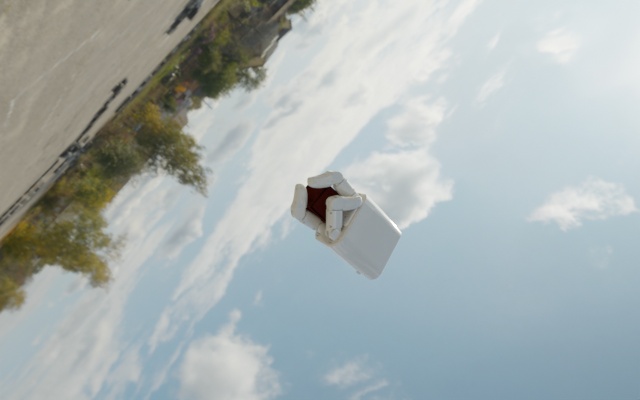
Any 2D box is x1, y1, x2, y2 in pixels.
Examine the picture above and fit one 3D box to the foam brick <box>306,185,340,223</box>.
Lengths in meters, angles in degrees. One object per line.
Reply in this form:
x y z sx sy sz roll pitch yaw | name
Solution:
0.000 0.003 0.835 0.051 0.053 0.078 42 -9 -23 | foam brick
